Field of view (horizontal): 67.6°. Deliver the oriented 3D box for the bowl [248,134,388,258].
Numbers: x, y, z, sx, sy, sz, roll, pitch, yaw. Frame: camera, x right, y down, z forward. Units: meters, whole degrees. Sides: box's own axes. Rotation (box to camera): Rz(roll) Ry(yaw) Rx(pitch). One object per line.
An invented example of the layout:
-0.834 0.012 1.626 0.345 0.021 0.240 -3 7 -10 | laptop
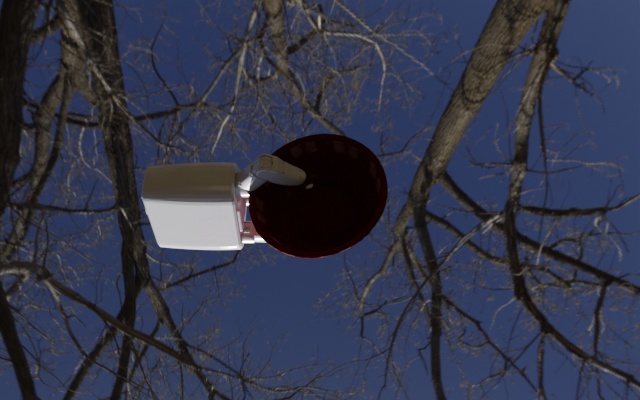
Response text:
0.001 0.002 0.563 0.162 0.162 0.055 0 -28 13 | bowl
